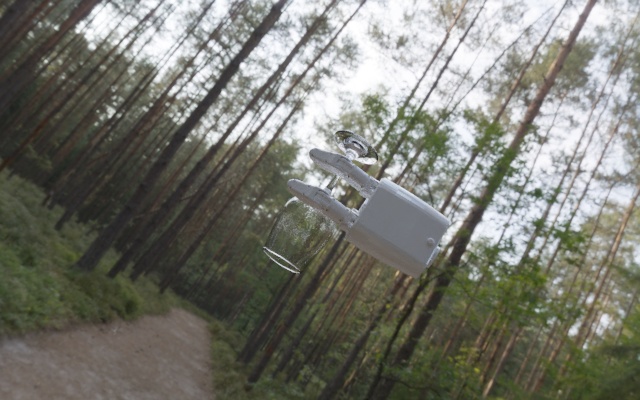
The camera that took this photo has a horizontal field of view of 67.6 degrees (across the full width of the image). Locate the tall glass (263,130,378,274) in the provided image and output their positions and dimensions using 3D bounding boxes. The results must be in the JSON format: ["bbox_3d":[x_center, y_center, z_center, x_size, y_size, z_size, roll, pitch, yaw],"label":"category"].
[{"bbox_3d":[0.000,0.002,0.664,0.079,0.201,0.079,30,-17,10],"label":"tall glass"}]
